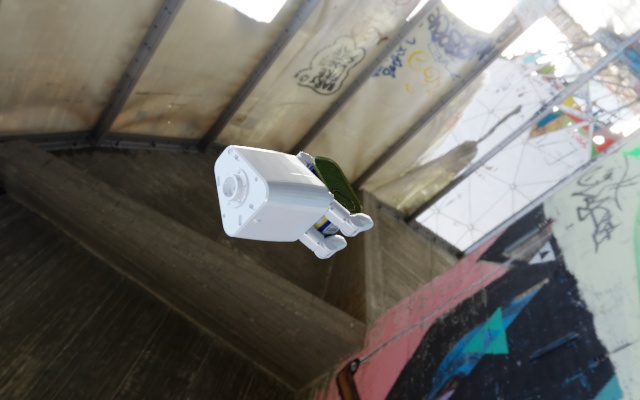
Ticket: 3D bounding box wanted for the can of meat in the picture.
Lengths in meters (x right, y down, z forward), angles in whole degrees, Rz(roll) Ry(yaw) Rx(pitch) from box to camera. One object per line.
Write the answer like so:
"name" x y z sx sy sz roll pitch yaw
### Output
"can of meat" 0.000 0.002 0.690 0.057 0.102 0.084 4 -40 -50
